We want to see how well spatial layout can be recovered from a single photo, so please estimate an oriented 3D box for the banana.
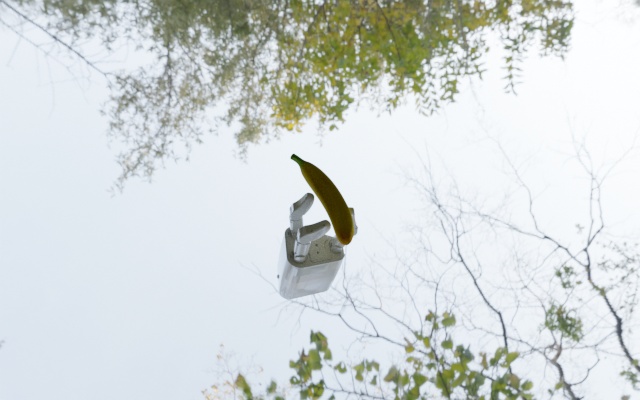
[{"bbox_3d":[0.012,0.001,0.799,0.069,0.197,0.037,4,-48,-45],"label":"banana"}]
